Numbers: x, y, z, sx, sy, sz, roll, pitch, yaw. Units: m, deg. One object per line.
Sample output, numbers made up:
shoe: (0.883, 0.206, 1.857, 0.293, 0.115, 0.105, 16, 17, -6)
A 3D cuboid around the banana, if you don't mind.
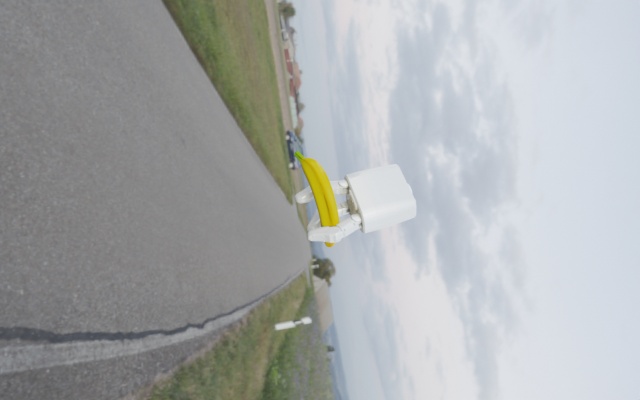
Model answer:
banana: (0.005, 0.004, 0.863, 0.037, 0.198, 0.069, -22, 19, -13)
